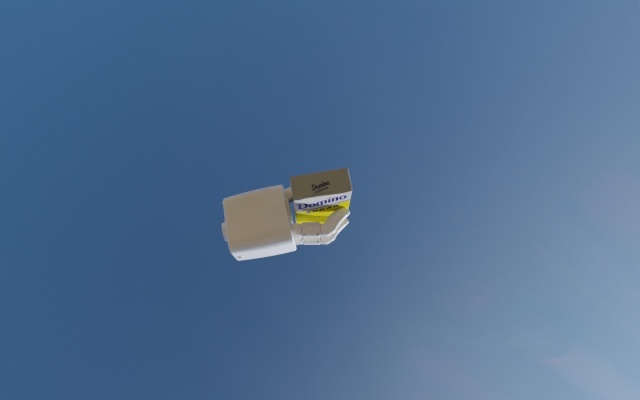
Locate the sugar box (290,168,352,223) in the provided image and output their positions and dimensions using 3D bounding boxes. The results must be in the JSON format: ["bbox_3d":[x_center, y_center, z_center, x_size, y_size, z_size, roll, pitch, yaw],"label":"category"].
[{"bbox_3d":[0.000,0.003,0.805,0.093,0.048,0.176,-9,-16,-3],"label":"sugar box"}]
